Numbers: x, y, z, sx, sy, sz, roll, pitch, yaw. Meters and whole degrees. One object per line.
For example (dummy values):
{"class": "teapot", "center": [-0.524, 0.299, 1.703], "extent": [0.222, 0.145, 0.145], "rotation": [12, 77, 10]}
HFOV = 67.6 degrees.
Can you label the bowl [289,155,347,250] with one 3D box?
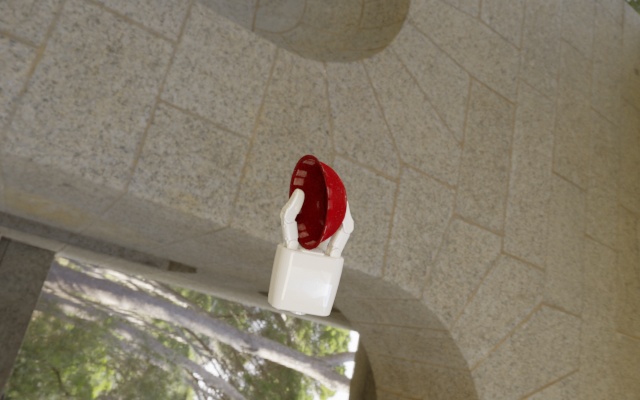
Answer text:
{"class": "bowl", "center": [0.001, 0.001, 0.817], "extent": [0.055, 0.162, 0.162], "rotation": [-1, 0, -26]}
